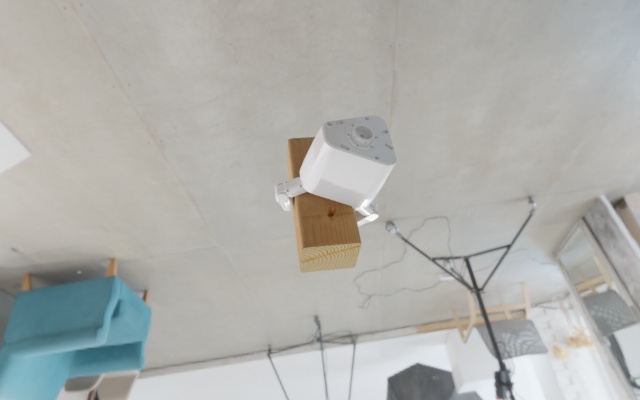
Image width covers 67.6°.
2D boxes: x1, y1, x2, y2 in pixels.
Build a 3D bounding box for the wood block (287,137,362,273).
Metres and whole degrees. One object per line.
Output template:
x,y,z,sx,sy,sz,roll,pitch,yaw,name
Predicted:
0.000,0.002,0.783,0.091,0.206,0.090,-4,-32,-7,wood block
